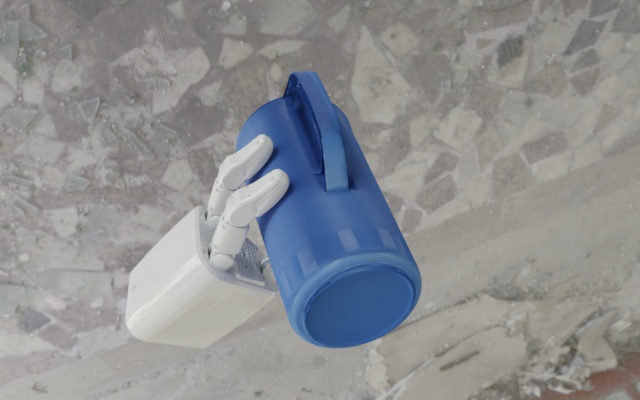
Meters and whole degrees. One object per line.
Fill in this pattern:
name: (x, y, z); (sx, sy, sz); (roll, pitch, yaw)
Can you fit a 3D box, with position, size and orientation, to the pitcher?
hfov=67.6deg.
pitcher: (0.000, 0.002, 0.444); (0.149, 0.145, 0.242); (38, 18, -37)
